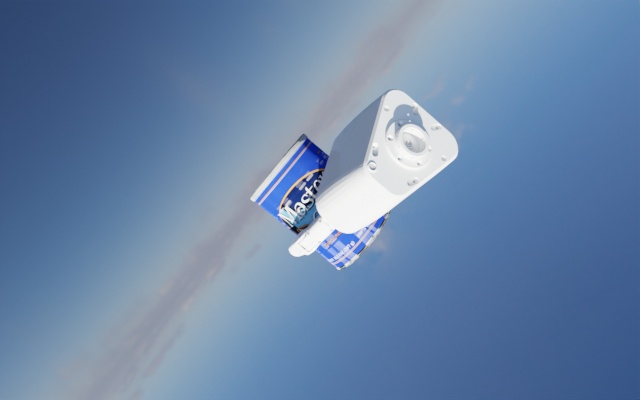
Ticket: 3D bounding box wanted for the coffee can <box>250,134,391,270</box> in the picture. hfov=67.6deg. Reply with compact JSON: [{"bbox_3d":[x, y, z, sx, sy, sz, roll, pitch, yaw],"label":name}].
[{"bbox_3d":[0.000,0.002,0.587,0.140,0.103,0.103,40,-5,-6],"label":"coffee can"}]
